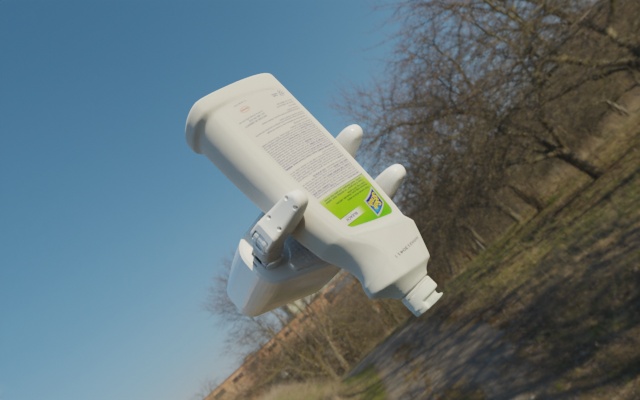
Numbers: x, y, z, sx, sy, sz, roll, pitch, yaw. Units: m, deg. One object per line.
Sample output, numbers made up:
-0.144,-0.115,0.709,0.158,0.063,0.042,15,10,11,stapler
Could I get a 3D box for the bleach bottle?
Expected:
0.000,0.001,0.414,0.102,0.251,0.068,-35,-15,-34,bleach bottle
